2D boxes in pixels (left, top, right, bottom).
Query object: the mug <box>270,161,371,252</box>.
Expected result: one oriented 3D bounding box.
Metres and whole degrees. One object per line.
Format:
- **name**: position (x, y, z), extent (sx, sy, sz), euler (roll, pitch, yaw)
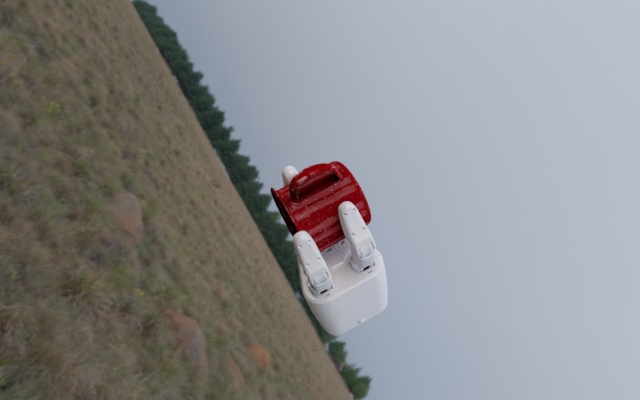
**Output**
- **mug**: position (0.000, 0.001, 0.515), extent (0.081, 0.093, 0.117), euler (-28, -37, -9)
